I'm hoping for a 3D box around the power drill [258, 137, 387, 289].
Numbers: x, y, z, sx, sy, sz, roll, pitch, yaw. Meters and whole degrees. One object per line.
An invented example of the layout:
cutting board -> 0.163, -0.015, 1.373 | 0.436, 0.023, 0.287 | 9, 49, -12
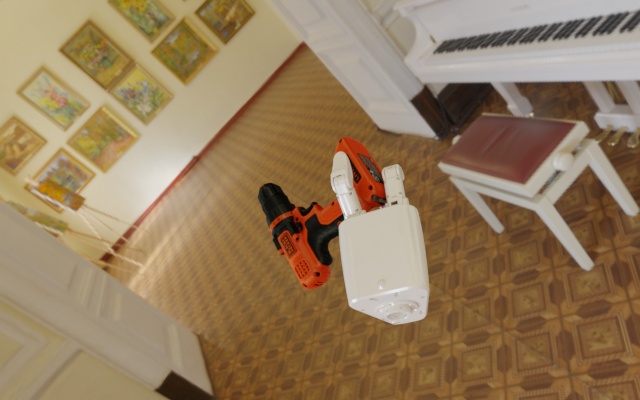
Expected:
power drill -> 0.000, 0.002, 0.670 | 0.057, 0.184, 0.188 | 7, -47, -51
